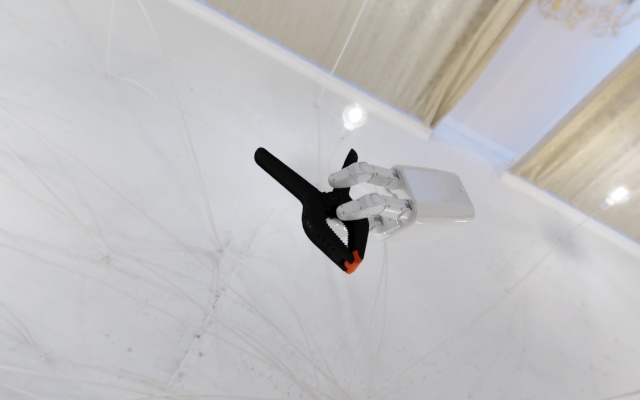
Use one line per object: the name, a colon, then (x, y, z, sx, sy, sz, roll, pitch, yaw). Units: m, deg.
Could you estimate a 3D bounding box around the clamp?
clamp: (0.000, 0.003, 0.647, 0.164, 0.209, 0.036, 3, -39, -23)
